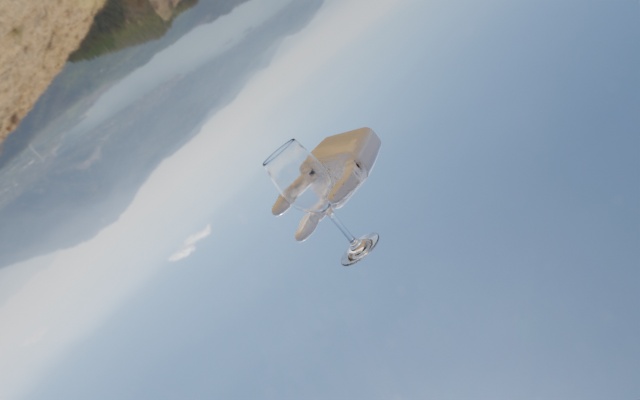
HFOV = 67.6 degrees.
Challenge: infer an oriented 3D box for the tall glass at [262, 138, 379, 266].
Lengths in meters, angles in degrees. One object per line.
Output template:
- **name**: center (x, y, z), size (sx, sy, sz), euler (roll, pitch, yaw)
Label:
- **tall glass**: center (0.001, 0.003, 0.723), size (0.079, 0.201, 0.079), euler (-37, 14, 11)
